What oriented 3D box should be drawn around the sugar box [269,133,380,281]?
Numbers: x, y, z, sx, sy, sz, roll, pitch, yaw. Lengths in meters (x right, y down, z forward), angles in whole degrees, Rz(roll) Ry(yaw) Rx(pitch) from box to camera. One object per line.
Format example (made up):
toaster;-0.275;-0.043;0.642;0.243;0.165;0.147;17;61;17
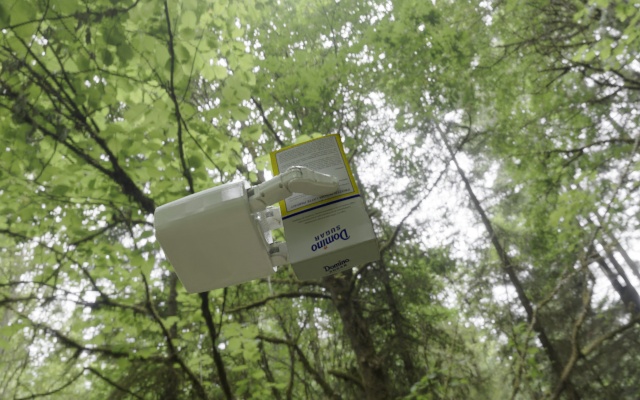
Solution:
sugar box;0.000;0.002;0.550;0.093;0.176;0.048;-17;-40;3
